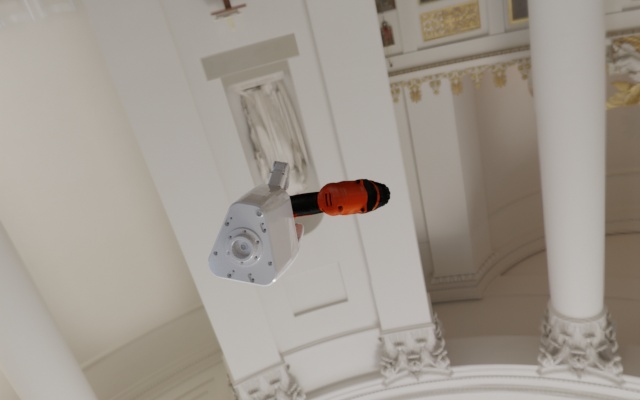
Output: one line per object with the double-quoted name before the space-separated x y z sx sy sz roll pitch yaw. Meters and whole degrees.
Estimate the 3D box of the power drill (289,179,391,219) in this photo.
"power drill" 0.000 0.003 0.748 0.187 0.057 0.184 -11 -4 30
